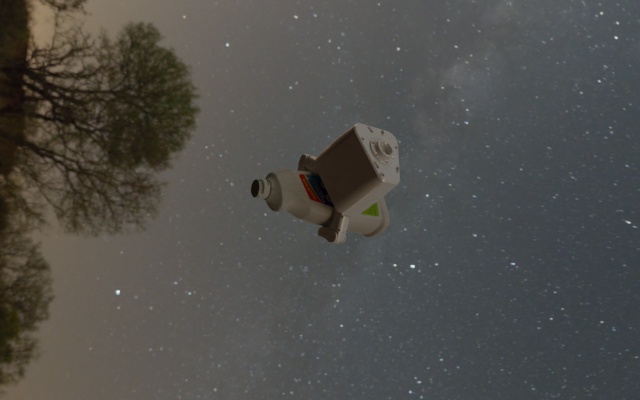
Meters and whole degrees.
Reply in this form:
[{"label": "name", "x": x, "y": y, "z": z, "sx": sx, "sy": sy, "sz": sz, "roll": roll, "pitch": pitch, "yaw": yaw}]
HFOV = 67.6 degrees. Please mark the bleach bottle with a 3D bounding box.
[{"label": "bleach bottle", "x": 0.000, "y": 0.003, "z": 0.814, "sx": 0.251, "sy": 0.102, "sz": 0.068, "roll": 8, "pitch": -32, "yaw": -36}]
